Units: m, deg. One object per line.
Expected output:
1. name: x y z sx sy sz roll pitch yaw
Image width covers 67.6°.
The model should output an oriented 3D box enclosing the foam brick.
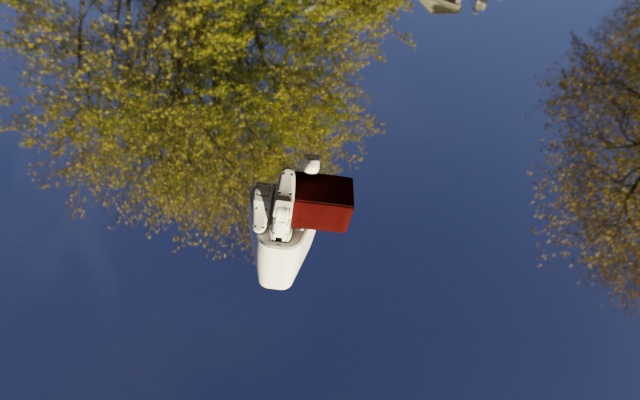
1. foam brick: 0.000 0.002 0.602 0.078 0.053 0.051 7 -44 -3
